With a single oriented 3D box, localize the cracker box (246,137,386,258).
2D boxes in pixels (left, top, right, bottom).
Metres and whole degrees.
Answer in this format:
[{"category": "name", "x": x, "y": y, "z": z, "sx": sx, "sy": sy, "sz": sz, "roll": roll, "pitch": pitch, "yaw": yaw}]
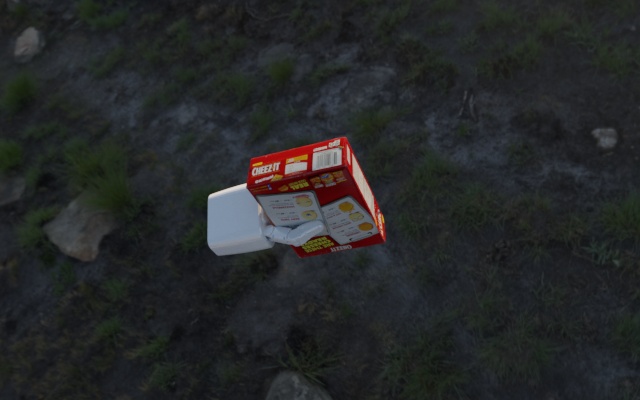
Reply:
[{"category": "cracker box", "x": 0.000, "y": 0.003, "z": 0.792, "sx": 0.164, "sy": 0.072, "sz": 0.214, "roll": -12, "pitch": -40, "yaw": 18}]
